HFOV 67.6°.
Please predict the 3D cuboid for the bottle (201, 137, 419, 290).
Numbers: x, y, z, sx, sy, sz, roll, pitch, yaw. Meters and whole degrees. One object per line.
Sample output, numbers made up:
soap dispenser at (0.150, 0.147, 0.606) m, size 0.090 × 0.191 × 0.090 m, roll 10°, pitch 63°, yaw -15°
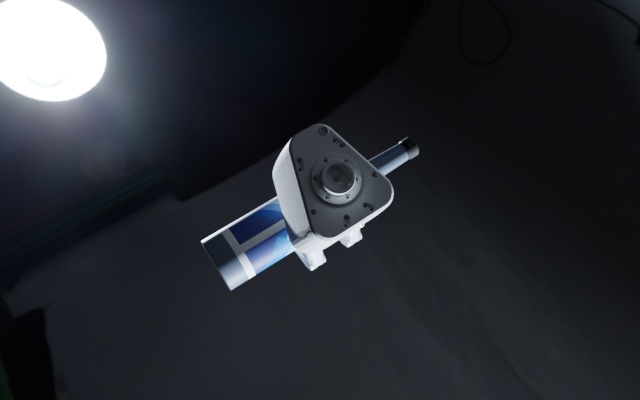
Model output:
bottle at (0.000, 0.002, 0.590) m, size 0.295 × 0.069 × 0.069 m, roll -31°, pitch 9°, yaw -16°
